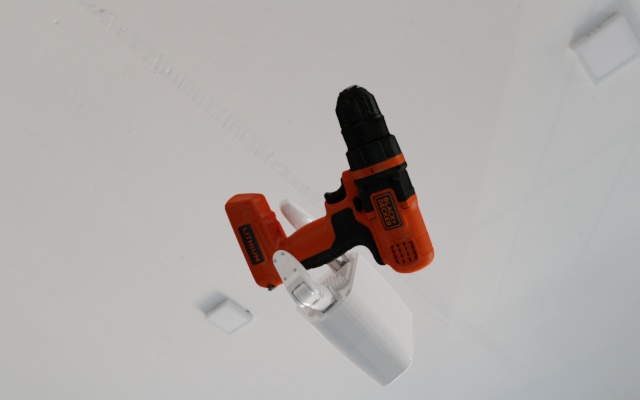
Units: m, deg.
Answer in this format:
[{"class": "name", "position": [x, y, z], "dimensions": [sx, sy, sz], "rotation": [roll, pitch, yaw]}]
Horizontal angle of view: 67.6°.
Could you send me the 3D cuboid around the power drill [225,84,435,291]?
[{"class": "power drill", "position": [0.000, 0.002, 0.475], "dimensions": [0.188, 0.184, 0.057], "rotation": [-19, 4, 24]}]
